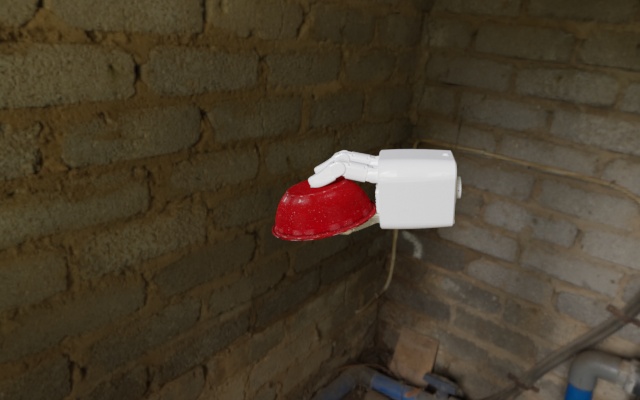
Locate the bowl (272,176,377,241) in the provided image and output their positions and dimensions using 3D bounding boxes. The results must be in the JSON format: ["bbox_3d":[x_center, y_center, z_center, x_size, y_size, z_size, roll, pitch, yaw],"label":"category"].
[{"bbox_3d":[-0.001,0.002,0.708,0.162,0.055,0.162,-13,17,4],"label":"bowl"}]
